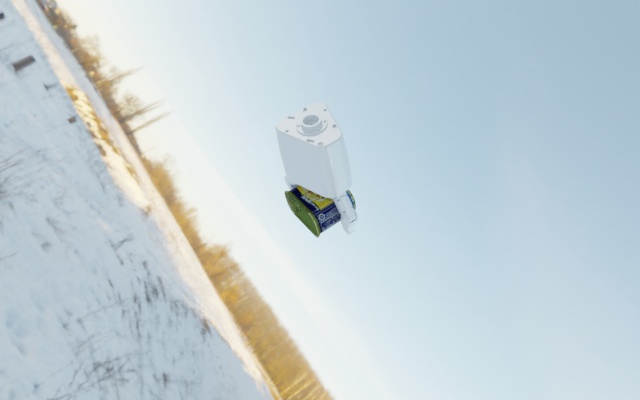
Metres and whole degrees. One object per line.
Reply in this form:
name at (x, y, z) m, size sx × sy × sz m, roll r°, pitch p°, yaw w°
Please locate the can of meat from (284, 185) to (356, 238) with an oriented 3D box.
can of meat at (0.000, 0.003, 0.827) m, size 0.084 × 0.057 × 0.102 m, roll -32°, pitch 46°, yaw -17°
